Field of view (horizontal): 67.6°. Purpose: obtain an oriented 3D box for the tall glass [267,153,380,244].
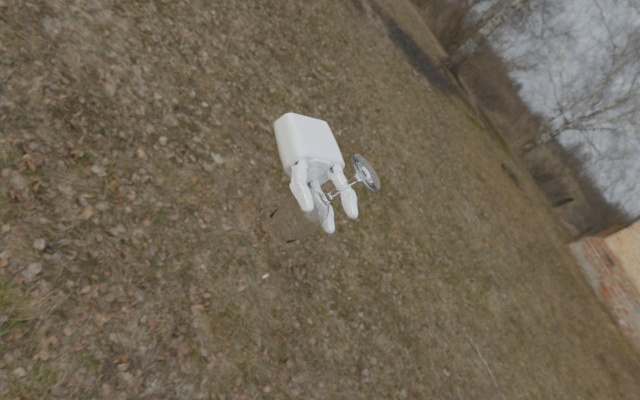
[{"bbox_3d":[0.001,0.002,0.821,0.201,0.079,0.079,-34,-16,25],"label":"tall glass"}]
